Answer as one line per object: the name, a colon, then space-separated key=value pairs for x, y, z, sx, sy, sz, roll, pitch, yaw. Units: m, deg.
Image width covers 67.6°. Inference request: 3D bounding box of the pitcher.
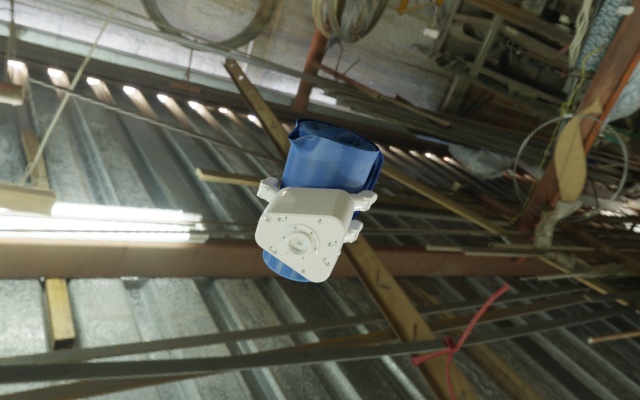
pitcher: x=0.000 y=0.003 z=0.764 sx=0.149 sy=0.243 sz=0.145 roll=20 pitch=19 yaw=2
